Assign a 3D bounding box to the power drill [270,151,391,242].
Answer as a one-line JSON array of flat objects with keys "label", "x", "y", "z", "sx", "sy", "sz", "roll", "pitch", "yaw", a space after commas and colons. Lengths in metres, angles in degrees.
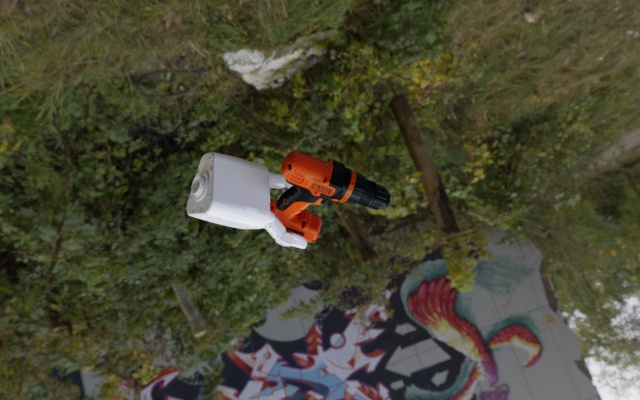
[{"label": "power drill", "x": 0.000, "y": 0.003, "z": 0.801, "sx": 0.184, "sy": 0.057, "sz": 0.188, "roll": 22, "pitch": -37, "yaw": -15}]
